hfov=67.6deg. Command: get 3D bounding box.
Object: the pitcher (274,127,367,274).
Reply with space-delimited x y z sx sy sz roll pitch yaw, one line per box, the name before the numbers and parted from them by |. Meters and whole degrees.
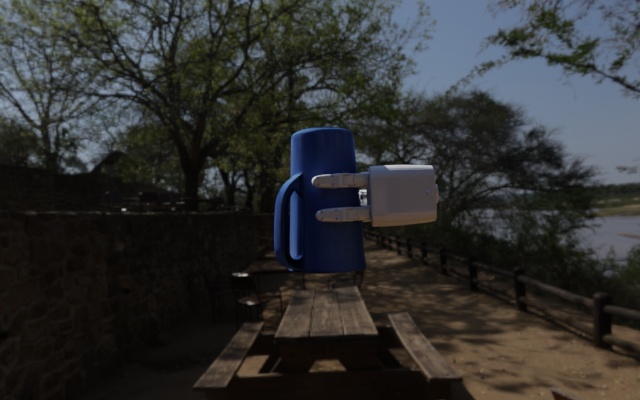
pitcher | 0.000 0.003 0.812 0.145 0.243 0.149 -3 -2 4
